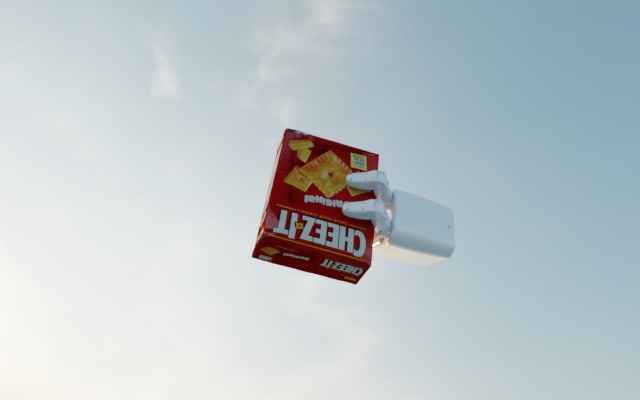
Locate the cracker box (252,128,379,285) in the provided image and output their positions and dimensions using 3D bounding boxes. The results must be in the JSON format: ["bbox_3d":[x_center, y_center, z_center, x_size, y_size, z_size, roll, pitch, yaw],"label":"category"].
[{"bbox_3d":[0.000,0.002,0.733,0.164,0.213,0.072,16,-37,-10],"label":"cracker box"}]
